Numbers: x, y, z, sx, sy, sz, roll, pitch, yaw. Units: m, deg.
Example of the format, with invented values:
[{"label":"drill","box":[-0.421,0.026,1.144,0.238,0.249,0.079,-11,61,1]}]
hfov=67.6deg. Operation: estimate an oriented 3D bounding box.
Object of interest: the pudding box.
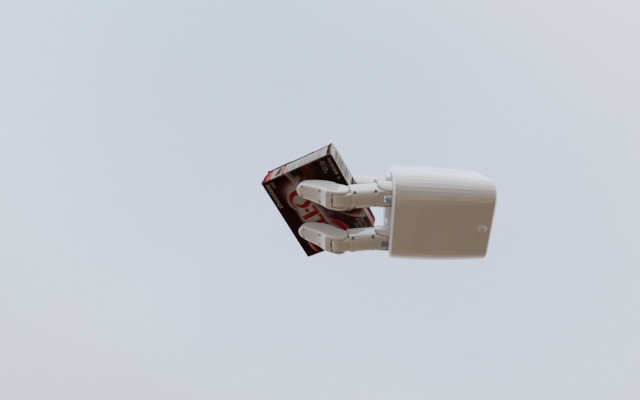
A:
[{"label":"pudding box","box":[0.000,0.002,0.551,0.090,0.113,0.039,-23,22,19]}]
